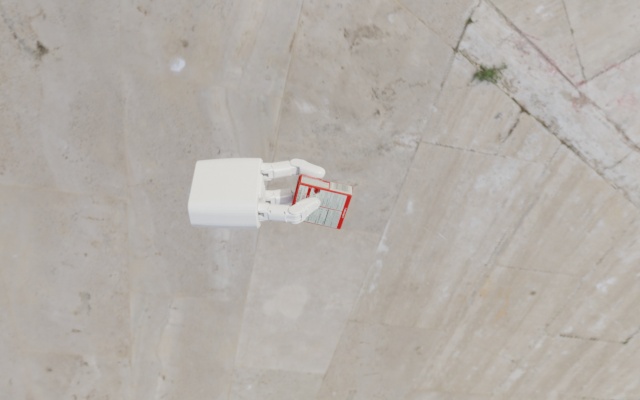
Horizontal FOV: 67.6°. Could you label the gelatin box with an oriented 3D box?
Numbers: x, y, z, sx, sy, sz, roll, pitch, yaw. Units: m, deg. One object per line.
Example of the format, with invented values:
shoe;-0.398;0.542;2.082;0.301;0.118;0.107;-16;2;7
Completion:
gelatin box;0.000;0.003;0.770;0.089;0.073;0.030;13;35;-4
